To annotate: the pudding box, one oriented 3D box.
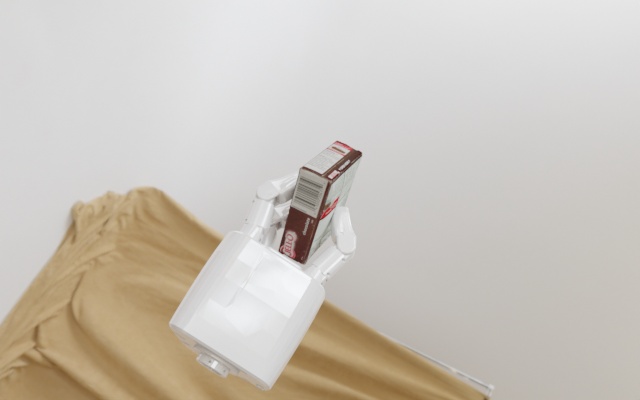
[{"bbox_3d":[0.000,0.002,0.523,0.039,0.114,0.090,27,34,13],"label":"pudding box"}]
